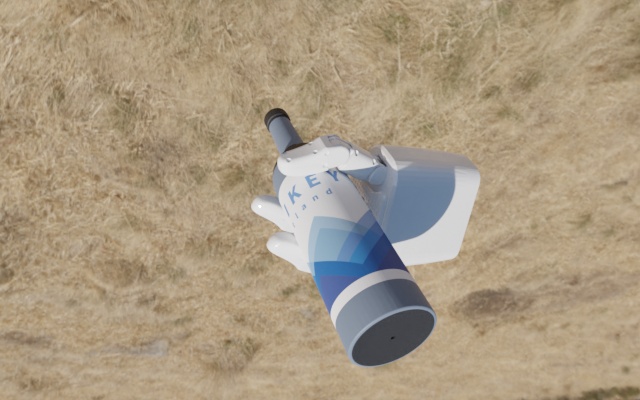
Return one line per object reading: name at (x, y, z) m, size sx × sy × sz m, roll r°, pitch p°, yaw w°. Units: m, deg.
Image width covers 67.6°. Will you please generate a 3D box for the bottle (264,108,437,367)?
bottle at (0.000, 0.002, 0.426) m, size 0.069 × 0.069 × 0.295 m, roll 0°, pitch 39°, yaw -26°
